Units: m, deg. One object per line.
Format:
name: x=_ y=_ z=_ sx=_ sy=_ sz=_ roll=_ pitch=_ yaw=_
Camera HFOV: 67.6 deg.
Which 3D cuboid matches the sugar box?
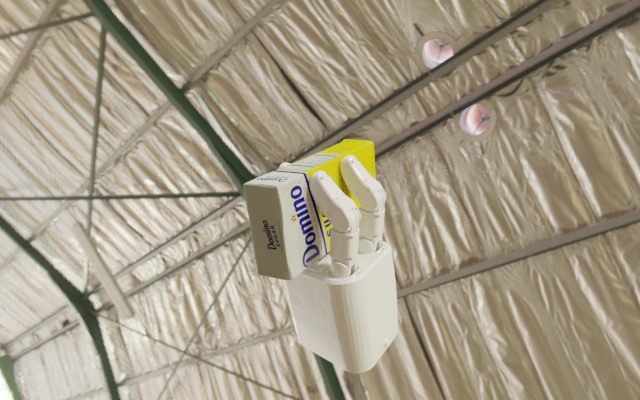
sugar box: x=0.001 y=0.002 z=0.489 sx=0.048 sy=0.093 sz=0.176 roll=5 pitch=22 yaw=31
